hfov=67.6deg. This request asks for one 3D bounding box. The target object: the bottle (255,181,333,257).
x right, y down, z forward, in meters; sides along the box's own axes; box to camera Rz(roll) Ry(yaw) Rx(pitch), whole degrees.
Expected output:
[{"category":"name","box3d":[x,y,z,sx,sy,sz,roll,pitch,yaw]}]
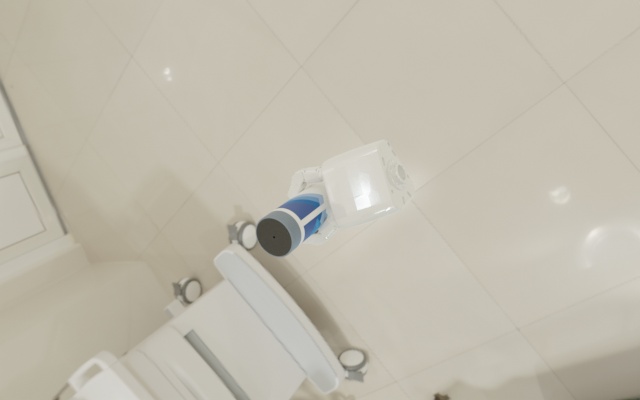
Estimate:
[{"category":"bottle","box3d":[0.000,0.003,0.821,0.069,0.069,0.295,0,21,30]}]
